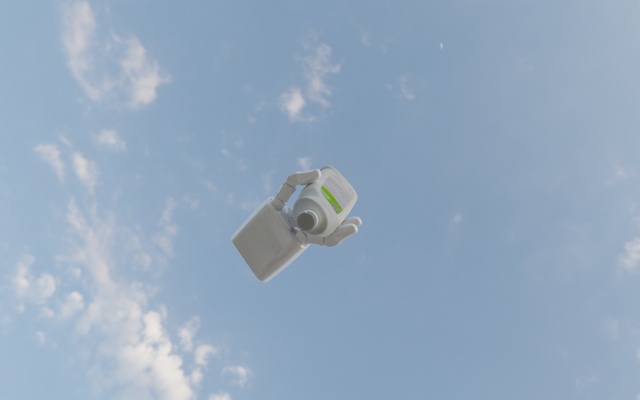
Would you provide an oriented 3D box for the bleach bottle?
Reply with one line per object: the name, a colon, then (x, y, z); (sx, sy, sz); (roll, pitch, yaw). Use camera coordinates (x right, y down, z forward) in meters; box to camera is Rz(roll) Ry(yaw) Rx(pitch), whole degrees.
bleach bottle: (0.000, 0.003, 0.833); (0.068, 0.102, 0.251); (-44, -1, 17)
